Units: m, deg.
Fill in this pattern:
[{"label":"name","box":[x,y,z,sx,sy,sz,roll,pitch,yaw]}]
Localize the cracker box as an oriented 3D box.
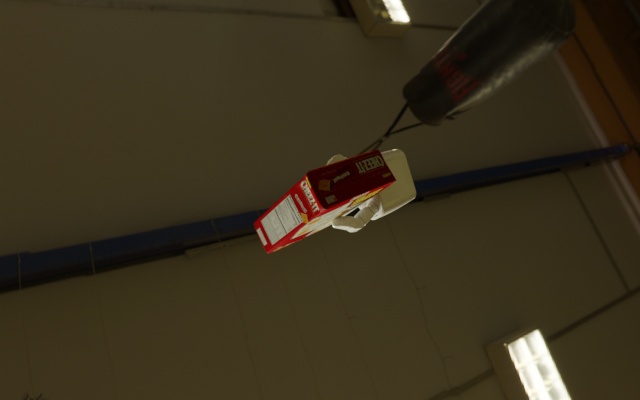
[{"label":"cracker box","box":[0.000,0.003,0.826,0.164,0.072,0.214,-22,-11,-37]}]
